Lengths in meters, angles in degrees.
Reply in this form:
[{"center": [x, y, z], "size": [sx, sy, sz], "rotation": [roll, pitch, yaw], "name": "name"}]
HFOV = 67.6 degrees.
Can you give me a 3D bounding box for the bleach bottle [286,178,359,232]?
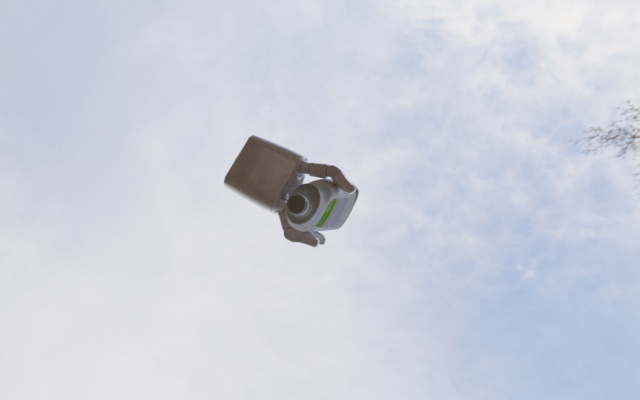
[{"center": [0.000, 0.003, 0.809], "size": [0.068, 0.102, 0.251], "rotation": [27, 4, 14], "name": "bleach bottle"}]
